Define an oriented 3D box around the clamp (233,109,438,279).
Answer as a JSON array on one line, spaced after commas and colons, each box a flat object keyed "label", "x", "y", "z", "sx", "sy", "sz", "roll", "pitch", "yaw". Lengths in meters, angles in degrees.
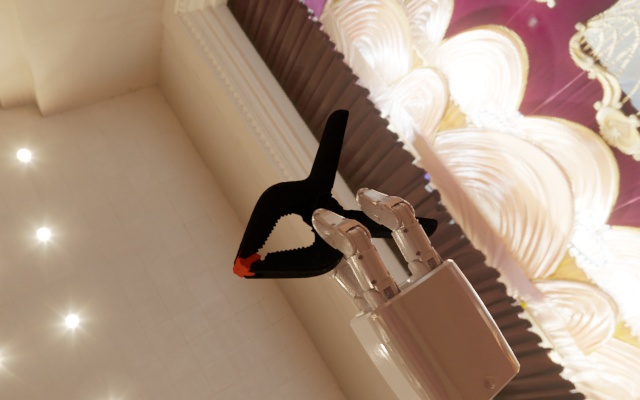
[{"label": "clamp", "x": -0.001, "y": 0.002, "z": 0.458, "sx": 0.210, "sy": 0.164, "sz": 0.036, "roll": -25, "pitch": -13, "yaw": -32}]
